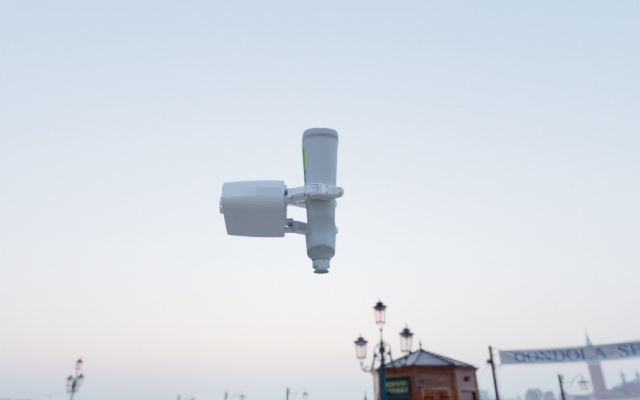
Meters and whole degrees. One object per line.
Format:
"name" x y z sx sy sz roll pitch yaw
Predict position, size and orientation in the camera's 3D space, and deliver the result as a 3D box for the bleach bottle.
"bleach bottle" 0.000 0.003 0.847 0.068 0.250 0.103 0 -24 -2
